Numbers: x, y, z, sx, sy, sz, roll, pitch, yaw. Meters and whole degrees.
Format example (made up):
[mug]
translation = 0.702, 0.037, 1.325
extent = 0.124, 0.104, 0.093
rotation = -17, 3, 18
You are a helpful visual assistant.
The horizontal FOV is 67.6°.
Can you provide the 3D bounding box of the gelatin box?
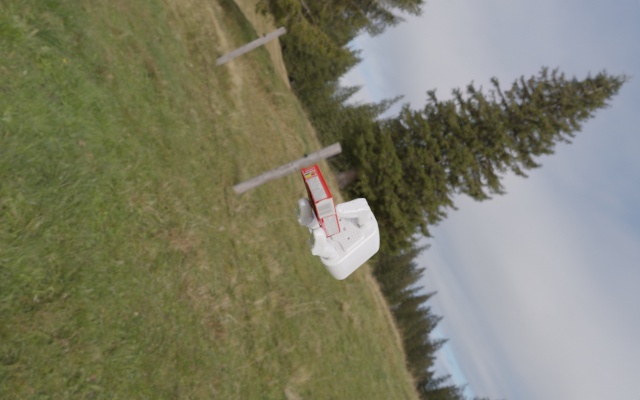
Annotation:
[gelatin box]
translation = 0.000, 0.002, 0.716
extent = 0.030, 0.073, 0.089
rotation = -20, -40, -4
